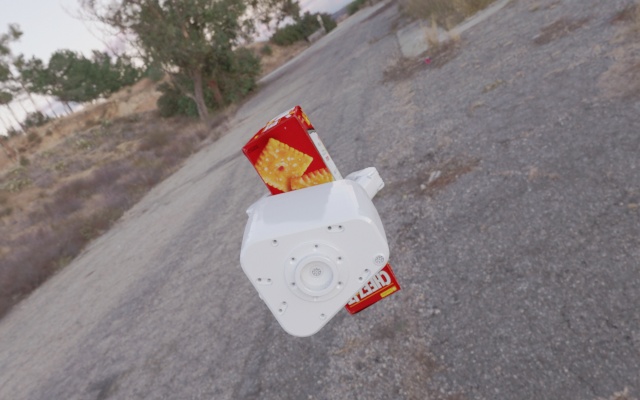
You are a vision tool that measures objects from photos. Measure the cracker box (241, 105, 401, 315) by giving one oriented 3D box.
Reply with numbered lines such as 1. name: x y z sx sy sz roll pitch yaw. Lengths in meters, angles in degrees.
1. cracker box: 0.000 0.002 0.554 0.072 0.214 0.164 -30 14 6
